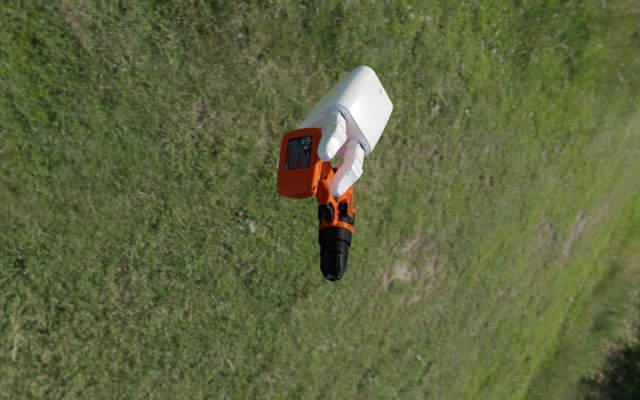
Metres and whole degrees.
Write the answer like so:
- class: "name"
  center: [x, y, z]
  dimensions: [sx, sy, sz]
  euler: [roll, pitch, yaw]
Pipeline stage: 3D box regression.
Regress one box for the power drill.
- class: "power drill"
  center: [0.000, 0.002, 0.674]
  dimensions: [0.057, 0.184, 0.188]
  euler: [-7, -30, 17]
